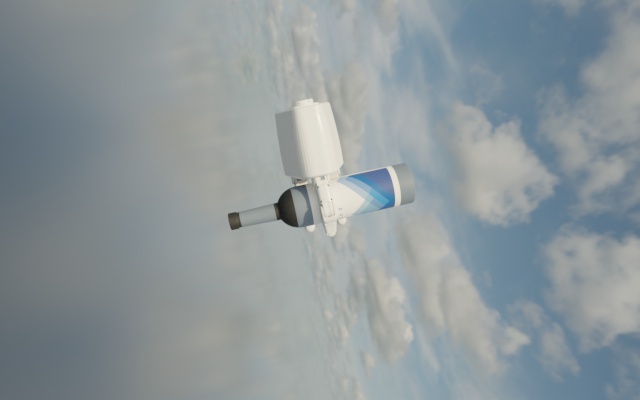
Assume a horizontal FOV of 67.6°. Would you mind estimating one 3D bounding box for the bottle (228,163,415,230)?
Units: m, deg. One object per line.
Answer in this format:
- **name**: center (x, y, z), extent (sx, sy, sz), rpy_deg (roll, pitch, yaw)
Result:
- **bottle**: center (0.000, 0.003, 0.766), extent (0.296, 0.069, 0.069), rpy_deg (-12, 1, -5)
